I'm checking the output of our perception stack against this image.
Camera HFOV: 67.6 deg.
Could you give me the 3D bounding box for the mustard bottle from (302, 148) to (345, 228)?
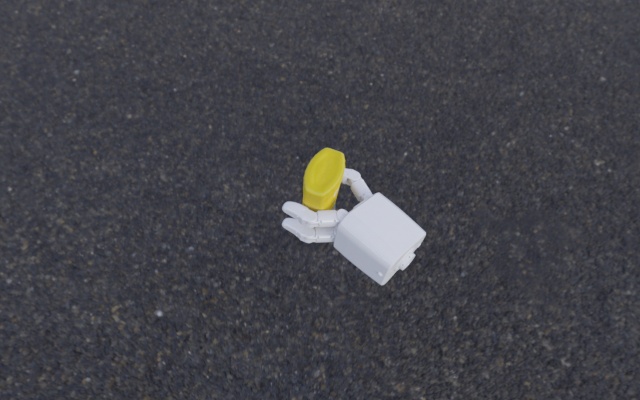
[{"bbox_3d":[0.000,0.002,0.818,0.058,0.096,0.192,19,-32,7],"label":"mustard bottle"}]
